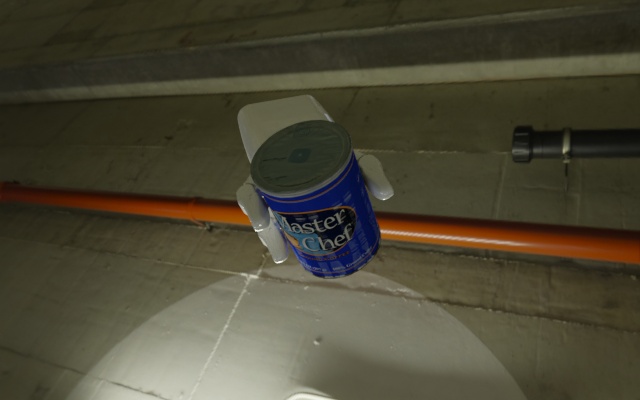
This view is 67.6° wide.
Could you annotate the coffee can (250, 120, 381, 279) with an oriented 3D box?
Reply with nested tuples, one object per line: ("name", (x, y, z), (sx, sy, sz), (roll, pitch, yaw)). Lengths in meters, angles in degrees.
("coffee can", (0.000, 0.002, 0.505), (0.103, 0.102, 0.140), (0, -42, 23))
